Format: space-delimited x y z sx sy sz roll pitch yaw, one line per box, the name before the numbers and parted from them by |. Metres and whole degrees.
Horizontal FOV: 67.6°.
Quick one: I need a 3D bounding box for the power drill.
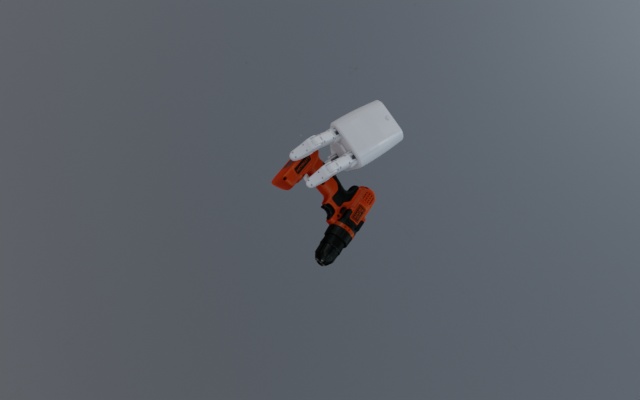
power drill | 0.000 0.002 0.890 0.188 0.184 0.057 45 -30 -17
